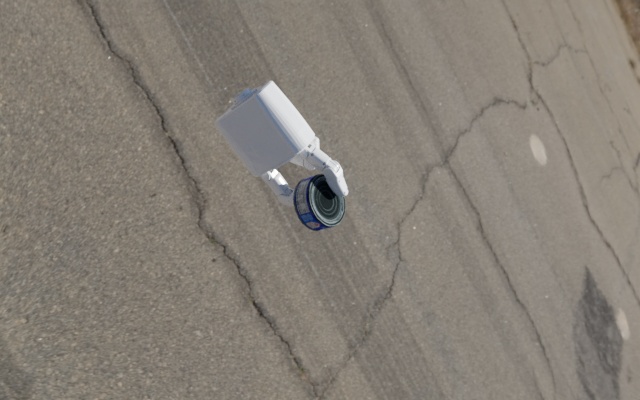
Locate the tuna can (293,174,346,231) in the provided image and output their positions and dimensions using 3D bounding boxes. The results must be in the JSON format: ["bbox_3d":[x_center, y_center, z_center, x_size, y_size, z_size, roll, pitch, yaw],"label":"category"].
[{"bbox_3d":[0.001,0.002,0.739,0.034,0.086,0.086,-16,-11,41],"label":"tuna can"}]
